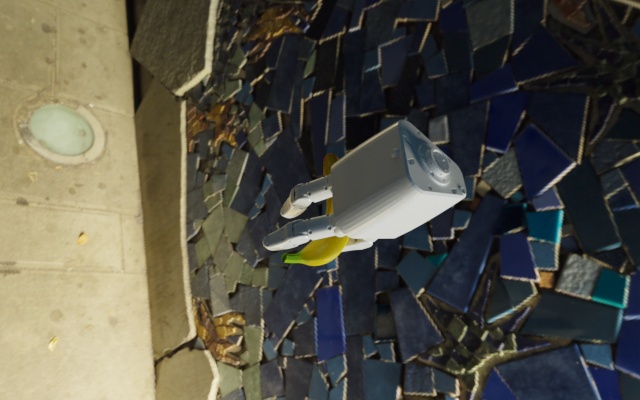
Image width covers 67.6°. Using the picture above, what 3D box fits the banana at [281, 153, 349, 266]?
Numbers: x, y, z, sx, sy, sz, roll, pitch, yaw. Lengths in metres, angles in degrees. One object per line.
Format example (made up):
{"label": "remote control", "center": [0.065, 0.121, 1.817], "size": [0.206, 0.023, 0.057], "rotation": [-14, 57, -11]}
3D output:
{"label": "banana", "center": [0.013, 0.015, 0.620], "size": [0.069, 0.197, 0.037], "rotation": [38, -46, -16]}
